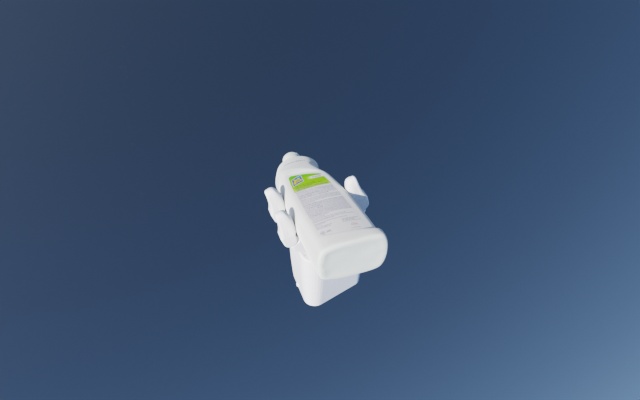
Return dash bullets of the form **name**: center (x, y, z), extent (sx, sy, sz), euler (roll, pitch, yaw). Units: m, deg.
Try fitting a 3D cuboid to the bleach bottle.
- **bleach bottle**: center (0.000, 0.002, 0.703), extent (0.102, 0.068, 0.250), euler (-12, 40, -15)
